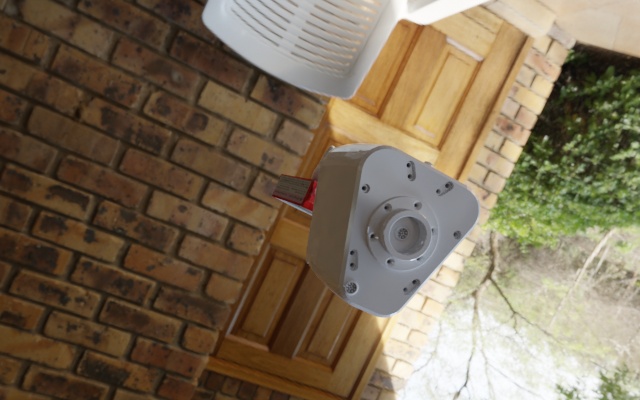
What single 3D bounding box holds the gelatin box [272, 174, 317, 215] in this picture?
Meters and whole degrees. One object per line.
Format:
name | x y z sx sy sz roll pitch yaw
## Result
gelatin box | 0.000 0.002 0.491 0.073 0.030 0.089 26 -5 -25
